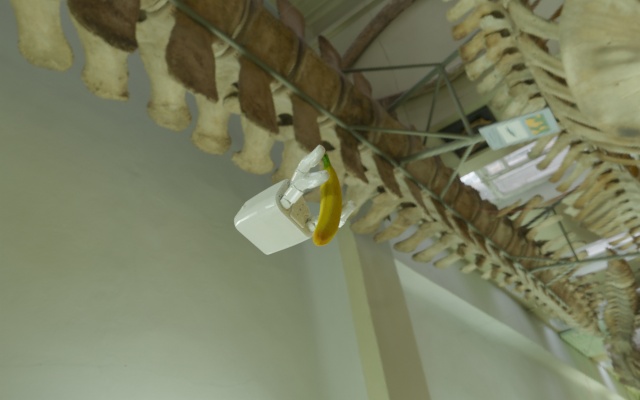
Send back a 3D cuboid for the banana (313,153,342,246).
[{"bbox_3d":[0.010,0.011,0.820,0.037,0.197,0.070,-22,-47,25],"label":"banana"}]
